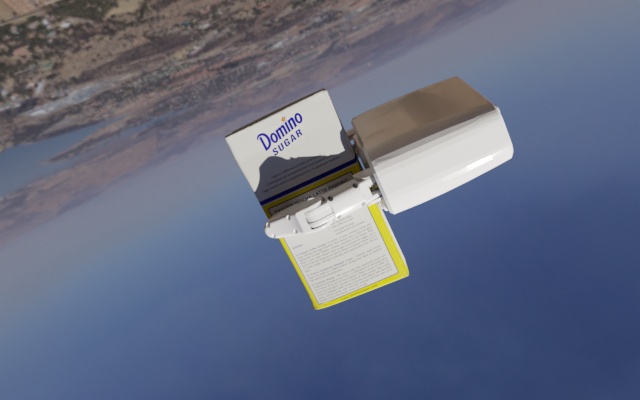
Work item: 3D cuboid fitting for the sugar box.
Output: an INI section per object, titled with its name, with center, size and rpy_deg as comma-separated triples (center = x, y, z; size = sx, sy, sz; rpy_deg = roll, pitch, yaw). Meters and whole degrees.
[sugar box]
center = 0.000, 0.001, 0.420
size = 0.093, 0.176, 0.048
rpy_deg = -23, 11, 9
